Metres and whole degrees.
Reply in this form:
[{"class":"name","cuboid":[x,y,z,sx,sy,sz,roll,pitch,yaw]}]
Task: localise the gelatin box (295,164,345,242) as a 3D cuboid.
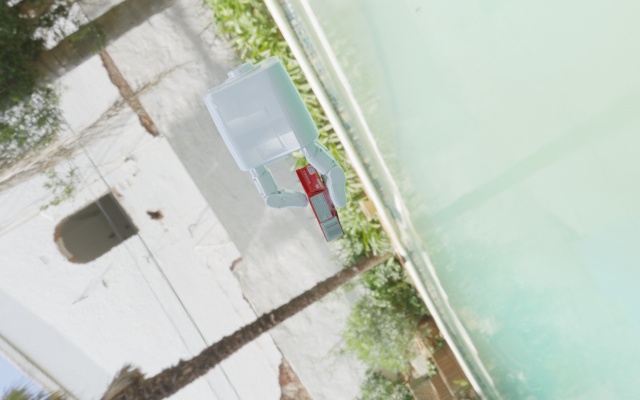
[{"class":"gelatin box","cuboid":[0.000,0.003,0.670,0.030,0.089,0.073,-24,36,-1]}]
